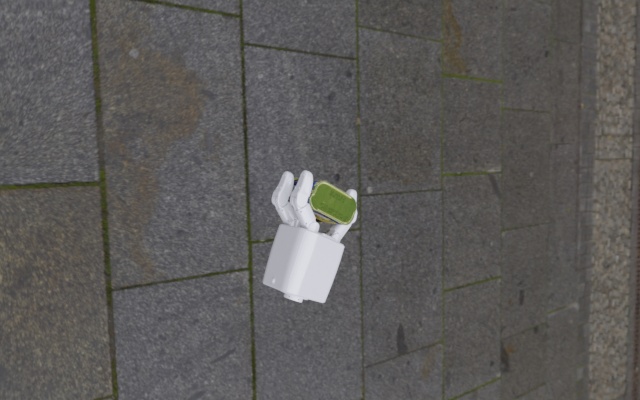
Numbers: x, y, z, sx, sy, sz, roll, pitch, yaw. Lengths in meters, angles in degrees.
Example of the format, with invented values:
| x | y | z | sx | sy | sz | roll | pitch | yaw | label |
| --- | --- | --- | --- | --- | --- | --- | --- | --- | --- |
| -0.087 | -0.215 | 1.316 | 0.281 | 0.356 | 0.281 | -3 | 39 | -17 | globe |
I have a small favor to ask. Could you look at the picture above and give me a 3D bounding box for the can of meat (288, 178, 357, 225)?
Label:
| x | y | z | sx | sy | sz | roll | pitch | yaw | label |
| --- | --- | --- | --- | --- | --- | --- | --- | --- | --- |
| 0.000 | 0.003 | 0.817 | 0.102 | 0.057 | 0.084 | 28 | -13 | -33 | can of meat |
